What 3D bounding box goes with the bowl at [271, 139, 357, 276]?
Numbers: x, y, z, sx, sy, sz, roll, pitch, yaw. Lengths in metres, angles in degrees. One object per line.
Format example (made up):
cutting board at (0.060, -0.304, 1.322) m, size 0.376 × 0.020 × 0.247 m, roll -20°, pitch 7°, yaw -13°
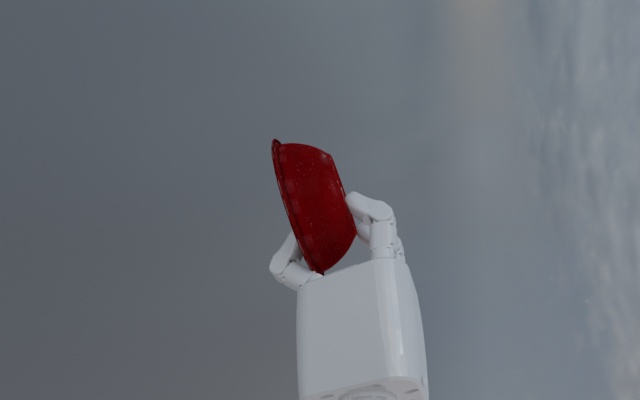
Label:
bowl at (0.000, 0.000, 0.521) m, size 0.055 × 0.162 × 0.162 m, roll -19°, pitch -2°, yaw 5°
